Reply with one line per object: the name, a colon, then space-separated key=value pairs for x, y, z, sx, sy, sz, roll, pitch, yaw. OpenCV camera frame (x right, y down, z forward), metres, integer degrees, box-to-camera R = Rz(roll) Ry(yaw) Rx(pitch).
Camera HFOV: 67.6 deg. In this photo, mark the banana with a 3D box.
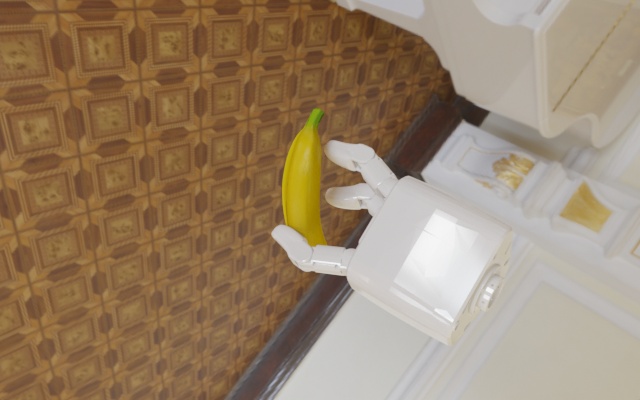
banana: x=-0.011 y=0.007 z=0.505 sx=0.037 sy=0.198 sz=0.069 roll=23 pitch=41 yaw=29
